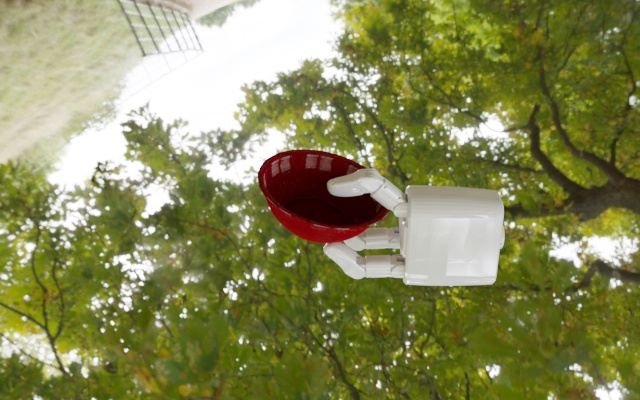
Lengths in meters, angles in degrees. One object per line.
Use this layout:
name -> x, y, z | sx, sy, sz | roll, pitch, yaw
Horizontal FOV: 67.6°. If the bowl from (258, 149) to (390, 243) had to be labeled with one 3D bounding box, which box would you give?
bowl -> -0.001, 0.002, 0.579 | 0.162, 0.055, 0.162 | 11, 34, -8
